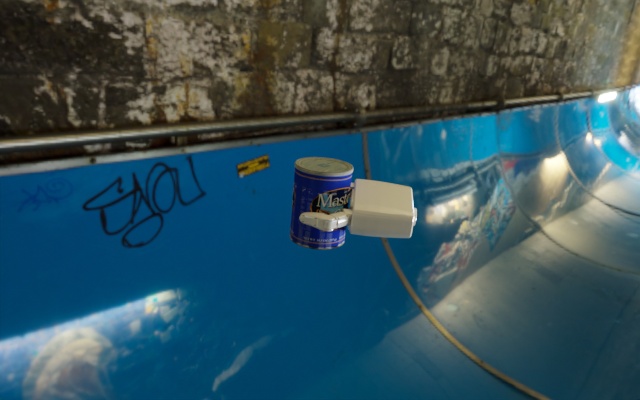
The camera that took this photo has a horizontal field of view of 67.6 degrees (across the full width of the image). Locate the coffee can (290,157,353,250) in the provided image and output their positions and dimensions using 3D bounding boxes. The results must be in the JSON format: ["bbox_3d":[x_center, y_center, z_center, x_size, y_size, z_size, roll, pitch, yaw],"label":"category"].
[{"bbox_3d":[0.000,0.003,0.853,0.103,0.140,0.102,5,19,-2],"label":"coffee can"}]
